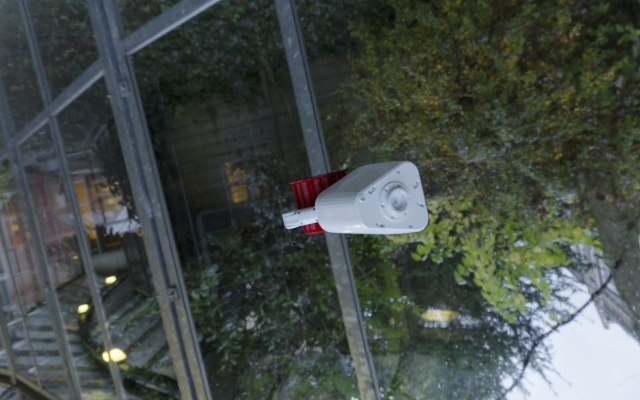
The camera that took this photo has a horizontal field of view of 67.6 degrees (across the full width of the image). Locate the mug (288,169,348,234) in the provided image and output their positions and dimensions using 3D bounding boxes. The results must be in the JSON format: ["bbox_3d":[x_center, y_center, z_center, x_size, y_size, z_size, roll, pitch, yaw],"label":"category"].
[{"bbox_3d":[-0.001,0.003,0.731,0.093,0.081,0.117,-14,4,-26],"label":"mug"}]
